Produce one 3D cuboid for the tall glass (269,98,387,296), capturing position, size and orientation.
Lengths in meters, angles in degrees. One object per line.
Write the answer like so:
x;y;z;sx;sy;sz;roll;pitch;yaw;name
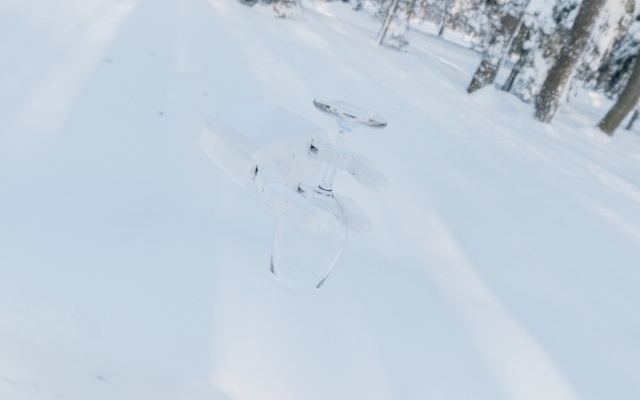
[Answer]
0.000;0.001;0.495;0.079;0.201;0.079;15;25;-7;tall glass
